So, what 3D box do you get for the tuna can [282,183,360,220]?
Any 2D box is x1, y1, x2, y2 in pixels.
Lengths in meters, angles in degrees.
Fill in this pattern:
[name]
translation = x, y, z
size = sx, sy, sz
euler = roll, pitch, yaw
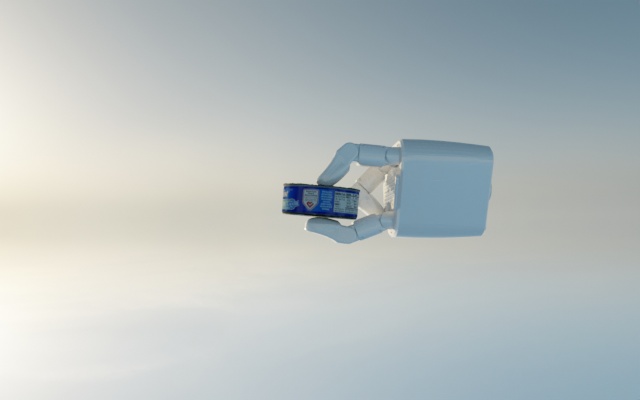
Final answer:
[tuna can]
translation = 0.000, 0.002, 0.529
size = 0.086, 0.034, 0.086
euler = 5, -2, 0
